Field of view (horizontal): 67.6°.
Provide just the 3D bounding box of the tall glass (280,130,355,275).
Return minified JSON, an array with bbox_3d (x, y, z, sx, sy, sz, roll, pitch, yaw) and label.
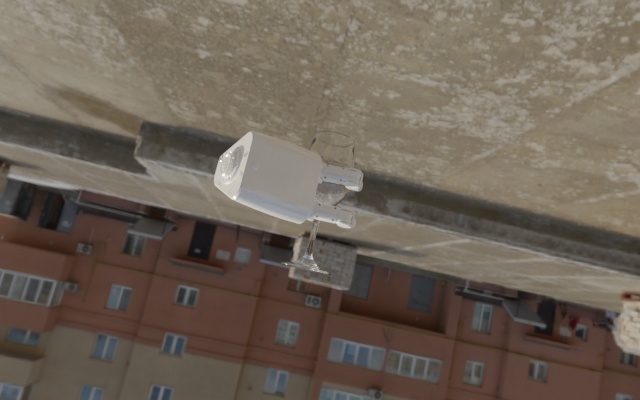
[{"bbox_3d":[0.000,0.003,0.697,0.079,0.201,0.079,13,-10,2],"label":"tall glass"}]
